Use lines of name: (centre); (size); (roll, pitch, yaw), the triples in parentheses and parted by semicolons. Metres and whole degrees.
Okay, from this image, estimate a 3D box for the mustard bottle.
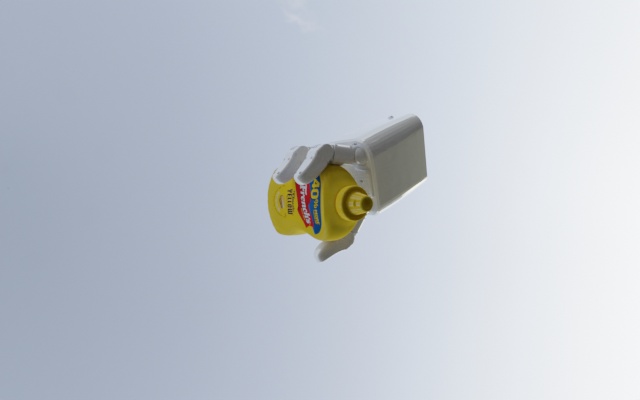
mustard bottle: (0.000, 0.002, 0.605); (0.058, 0.096, 0.191); (-1, 2, -33)
